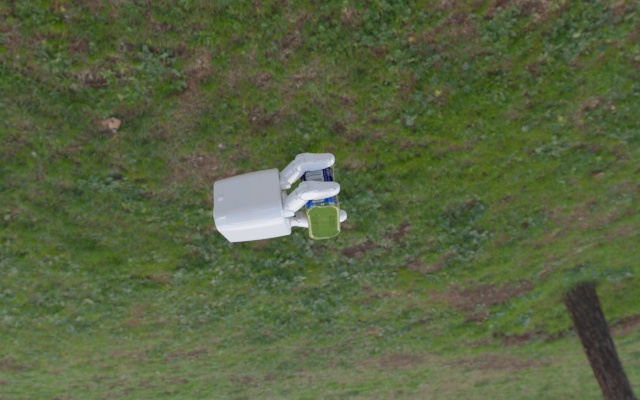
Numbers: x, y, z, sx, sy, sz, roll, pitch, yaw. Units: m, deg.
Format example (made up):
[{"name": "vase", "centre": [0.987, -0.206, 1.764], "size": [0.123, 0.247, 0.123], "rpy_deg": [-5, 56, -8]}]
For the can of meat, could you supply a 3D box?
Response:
[{"name": "can of meat", "centre": [0.000, 0.003, 0.772], "size": [0.057, 0.084, 0.102], "rpy_deg": [-8, -35, -2]}]
